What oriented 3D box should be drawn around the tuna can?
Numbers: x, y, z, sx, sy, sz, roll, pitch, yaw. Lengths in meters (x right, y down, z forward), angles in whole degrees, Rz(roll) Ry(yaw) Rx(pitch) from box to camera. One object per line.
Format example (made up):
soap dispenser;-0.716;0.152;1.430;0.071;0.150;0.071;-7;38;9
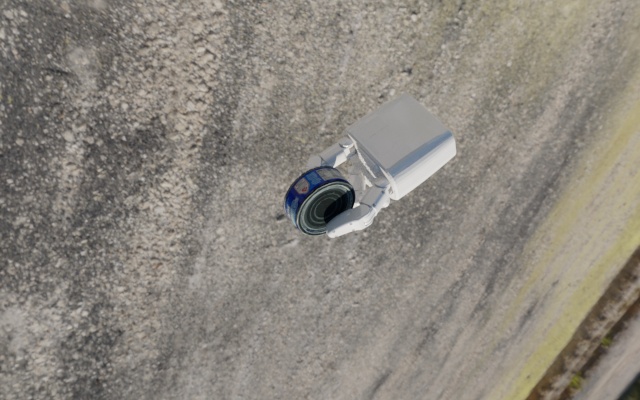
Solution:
tuna can;0.000;0.002;0.587;0.086;0.086;0.033;0;36;-38
